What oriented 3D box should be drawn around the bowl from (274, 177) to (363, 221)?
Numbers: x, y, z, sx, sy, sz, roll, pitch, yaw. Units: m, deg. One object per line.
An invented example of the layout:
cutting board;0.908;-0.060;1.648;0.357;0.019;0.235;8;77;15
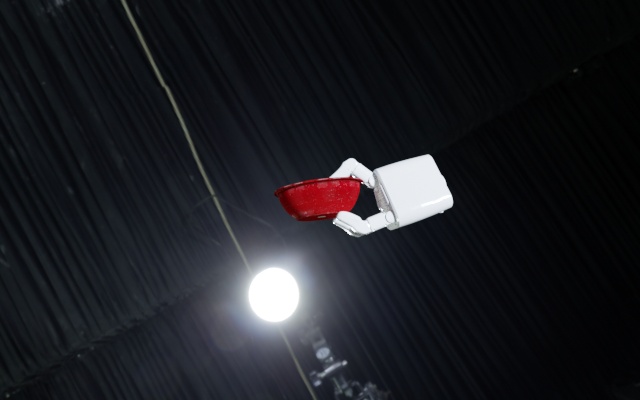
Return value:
bowl;-0.001;0.003;0.847;0.162;0.055;0.162;-7;-8;-1
